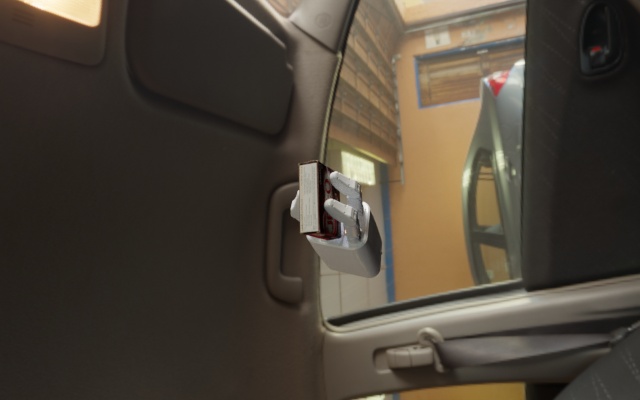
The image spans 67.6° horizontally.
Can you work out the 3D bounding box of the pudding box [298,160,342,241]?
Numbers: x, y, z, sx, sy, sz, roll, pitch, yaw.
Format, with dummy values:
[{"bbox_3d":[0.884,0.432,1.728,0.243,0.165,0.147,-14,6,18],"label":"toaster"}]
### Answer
[{"bbox_3d":[0.000,0.002,0.752,0.039,0.113,0.090,-8,-13,21],"label":"pudding box"}]
